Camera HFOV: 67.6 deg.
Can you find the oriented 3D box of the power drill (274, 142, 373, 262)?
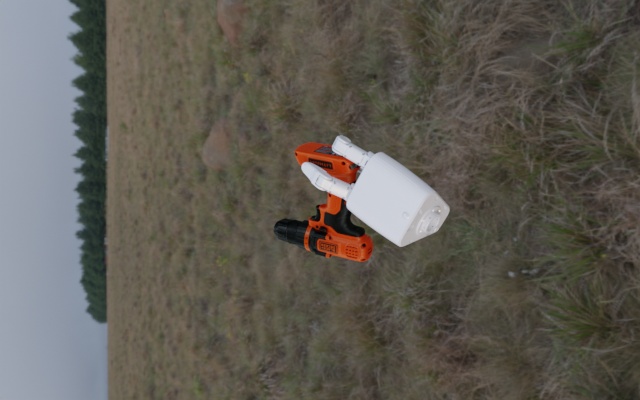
[{"bbox_3d":[0.000,0.002,0.787,0.184,0.188,0.057,11,28,24],"label":"power drill"}]
